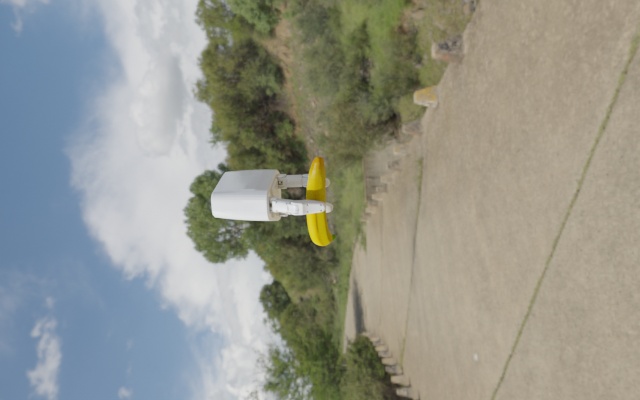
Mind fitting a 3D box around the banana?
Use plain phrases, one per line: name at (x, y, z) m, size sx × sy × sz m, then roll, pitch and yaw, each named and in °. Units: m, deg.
banana at (-0.003, 0.017, 0.873) m, size 0.037 × 0.198 × 0.069 m, roll 3°, pitch 39°, yaw 13°
